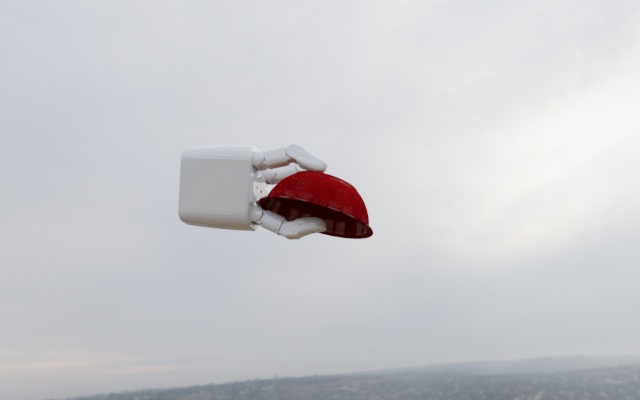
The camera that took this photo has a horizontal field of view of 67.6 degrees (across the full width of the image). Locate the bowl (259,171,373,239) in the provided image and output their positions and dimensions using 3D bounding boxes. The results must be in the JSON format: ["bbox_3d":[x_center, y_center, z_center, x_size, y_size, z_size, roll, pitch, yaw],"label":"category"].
[{"bbox_3d":[0.002,0.002,0.656,0.162,0.055,0.162,15,-15,4],"label":"bowl"}]
